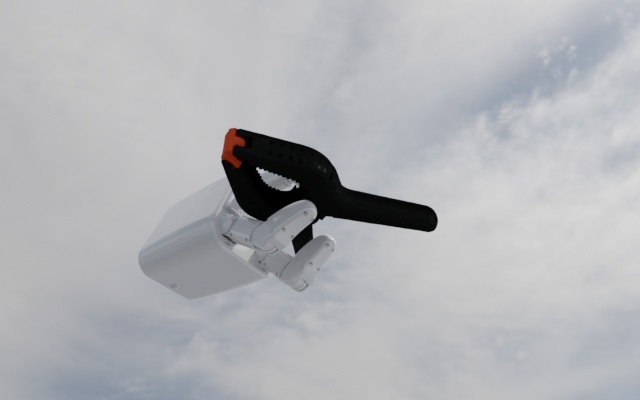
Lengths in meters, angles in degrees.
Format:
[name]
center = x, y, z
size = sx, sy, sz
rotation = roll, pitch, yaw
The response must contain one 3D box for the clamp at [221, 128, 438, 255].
[clamp]
center = 0.000, 0.001, 0.436
size = 0.164, 0.036, 0.210
rotation = -23, -44, 24
